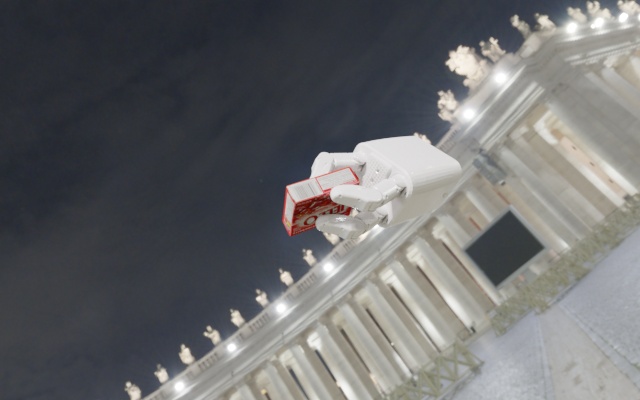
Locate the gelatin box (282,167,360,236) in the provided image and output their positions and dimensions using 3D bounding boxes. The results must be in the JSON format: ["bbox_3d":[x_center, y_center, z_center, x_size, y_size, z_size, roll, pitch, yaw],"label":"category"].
[{"bbox_3d":[0.000,0.002,0.588,0.089,0.030,0.073,-18,-31,-21],"label":"gelatin box"}]
